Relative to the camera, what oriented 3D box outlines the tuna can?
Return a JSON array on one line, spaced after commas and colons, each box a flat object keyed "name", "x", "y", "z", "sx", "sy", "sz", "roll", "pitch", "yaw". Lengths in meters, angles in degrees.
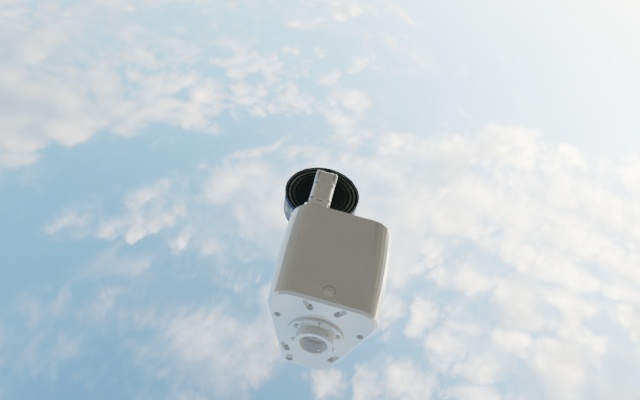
[{"name": "tuna can", "x": 0.000, "y": 0.002, "z": 0.558, "sx": 0.086, "sy": 0.086, "sz": 0.034, "roll": 0, "pitch": -44, "yaw": -11}]
